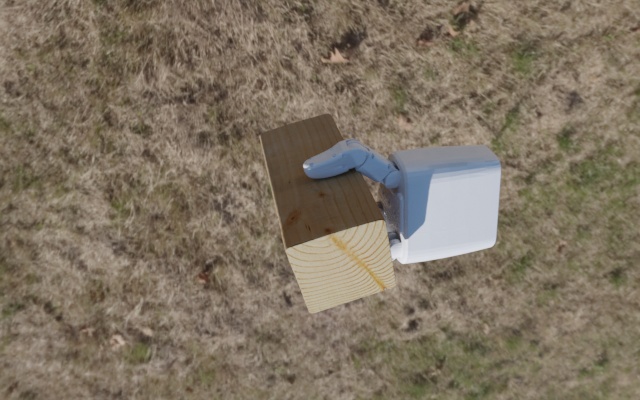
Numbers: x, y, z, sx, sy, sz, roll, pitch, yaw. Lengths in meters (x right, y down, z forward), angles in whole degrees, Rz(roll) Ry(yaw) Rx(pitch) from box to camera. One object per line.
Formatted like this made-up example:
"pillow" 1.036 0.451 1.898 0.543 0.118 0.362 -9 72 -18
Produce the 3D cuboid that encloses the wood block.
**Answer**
"wood block" 0.000 0.001 0.506 0.090 0.091 0.206 -17 38 -2
